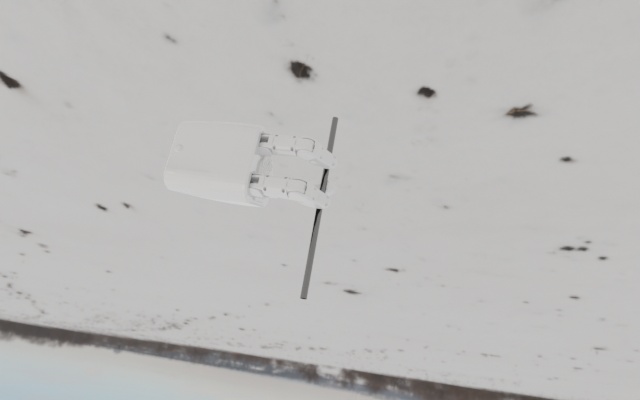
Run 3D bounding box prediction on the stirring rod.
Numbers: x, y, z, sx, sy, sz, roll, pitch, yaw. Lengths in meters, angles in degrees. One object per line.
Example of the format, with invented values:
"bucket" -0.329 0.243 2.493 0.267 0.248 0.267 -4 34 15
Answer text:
"stirring rod" 0.000 0.002 0.590 0.011 0.239 0.011 9 -21 3
